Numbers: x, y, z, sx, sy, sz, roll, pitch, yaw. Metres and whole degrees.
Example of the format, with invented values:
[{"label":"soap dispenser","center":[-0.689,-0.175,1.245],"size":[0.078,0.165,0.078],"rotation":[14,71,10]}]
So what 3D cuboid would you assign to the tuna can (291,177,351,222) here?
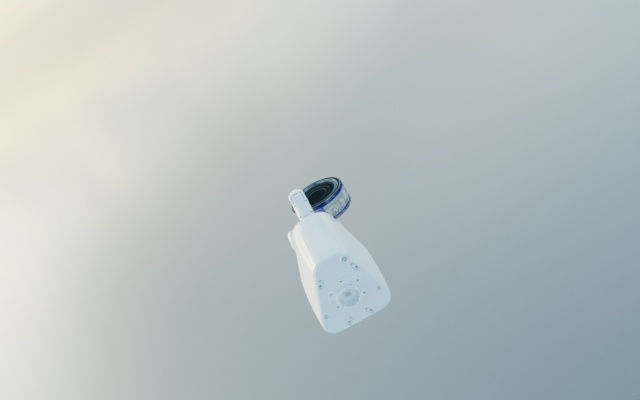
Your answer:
[{"label":"tuna can","center":[0.000,0.002,0.710],"size":[0.086,0.034,0.086],"rotation":[-25,25,13]}]
